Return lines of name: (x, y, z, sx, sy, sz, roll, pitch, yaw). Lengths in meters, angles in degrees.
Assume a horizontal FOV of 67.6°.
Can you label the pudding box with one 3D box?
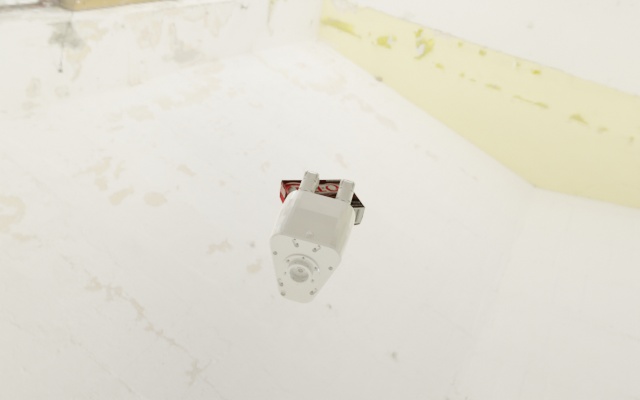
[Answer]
pudding box: (0.000, 0.003, 0.742, 0.113, 0.039, 0.090, 0, 32, -21)
